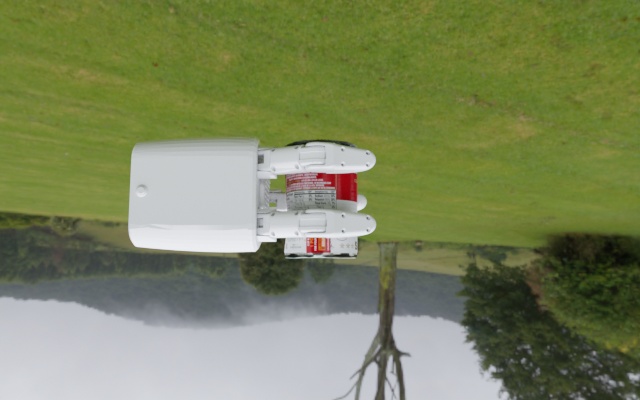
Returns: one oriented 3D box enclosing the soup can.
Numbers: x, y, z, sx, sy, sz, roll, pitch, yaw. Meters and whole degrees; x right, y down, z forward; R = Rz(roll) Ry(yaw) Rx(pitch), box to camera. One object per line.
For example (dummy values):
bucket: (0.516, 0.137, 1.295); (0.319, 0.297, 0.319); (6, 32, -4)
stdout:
soup can: (0.001, 0.002, 0.436); (0.068, 0.102, 0.068); (0, -6, 0)
